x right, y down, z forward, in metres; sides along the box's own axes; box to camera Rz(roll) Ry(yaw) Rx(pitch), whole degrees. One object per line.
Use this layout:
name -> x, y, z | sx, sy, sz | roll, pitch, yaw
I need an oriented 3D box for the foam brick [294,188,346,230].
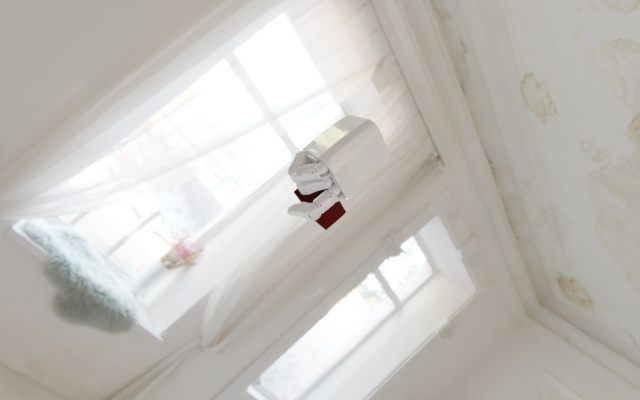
foam brick -> 0.000, 0.003, 0.836 | 0.053, 0.051, 0.078 | 40, -12, 45
